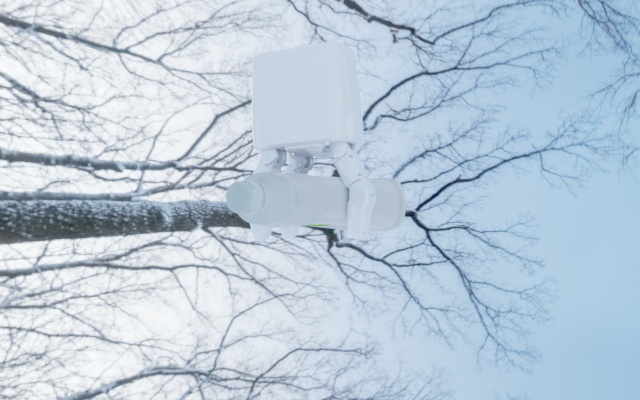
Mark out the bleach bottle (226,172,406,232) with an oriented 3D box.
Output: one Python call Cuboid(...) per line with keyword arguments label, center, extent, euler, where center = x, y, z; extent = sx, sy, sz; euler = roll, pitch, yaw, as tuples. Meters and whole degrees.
Cuboid(label="bleach bottle", center=(0.000, 0.002, 0.519), extent=(0.102, 0.068, 0.251), euler=(-5, -5, 31))
